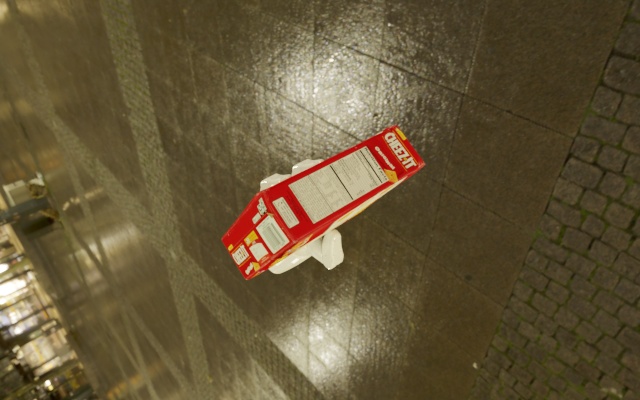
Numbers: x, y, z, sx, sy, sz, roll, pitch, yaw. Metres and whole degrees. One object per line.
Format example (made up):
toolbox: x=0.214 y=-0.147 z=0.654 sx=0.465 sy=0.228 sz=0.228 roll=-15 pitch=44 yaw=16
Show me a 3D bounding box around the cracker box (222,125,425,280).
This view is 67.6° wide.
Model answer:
cracker box: x=0.000 y=0.002 z=0.592 sx=0.213 sy=0.072 sz=0.164 roll=-29 pitch=-7 yaw=-33
